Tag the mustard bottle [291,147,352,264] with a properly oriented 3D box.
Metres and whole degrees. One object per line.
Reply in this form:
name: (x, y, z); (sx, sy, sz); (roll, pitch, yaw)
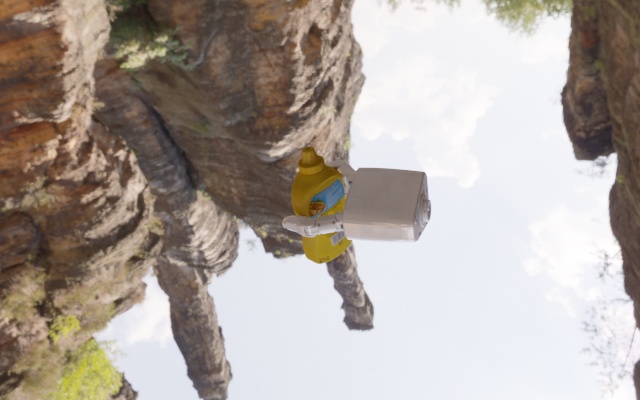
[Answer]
mustard bottle: (0.000, 0.003, 0.761); (0.096, 0.192, 0.058); (-35, 39, -31)
